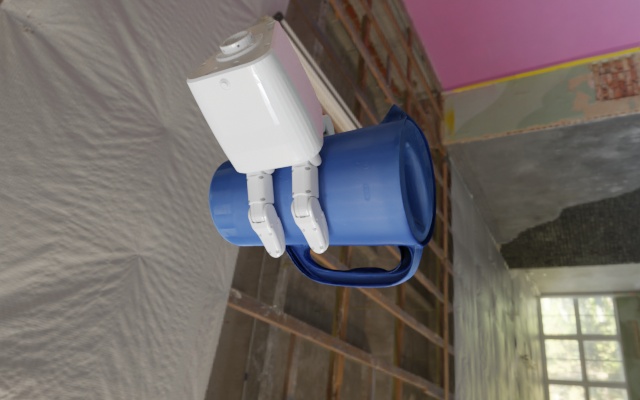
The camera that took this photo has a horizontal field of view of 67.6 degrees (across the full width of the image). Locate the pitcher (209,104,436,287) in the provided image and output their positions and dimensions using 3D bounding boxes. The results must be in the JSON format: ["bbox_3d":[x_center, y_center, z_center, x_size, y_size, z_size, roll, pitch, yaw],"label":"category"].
[{"bbox_3d":[0.000,0.002,0.534,0.243,0.145,0.149,-7,39,27],"label":"pitcher"}]
